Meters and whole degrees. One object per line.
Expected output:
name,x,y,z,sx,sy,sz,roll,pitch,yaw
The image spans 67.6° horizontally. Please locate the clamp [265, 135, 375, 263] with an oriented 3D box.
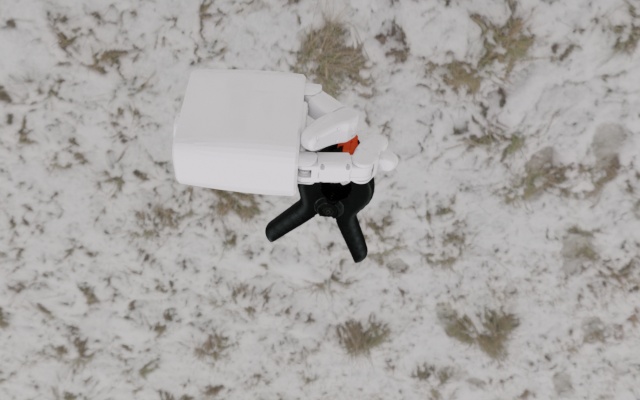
clamp,0.000,0.002,0.507,0.120,0.172,0.039,4,42,-2
